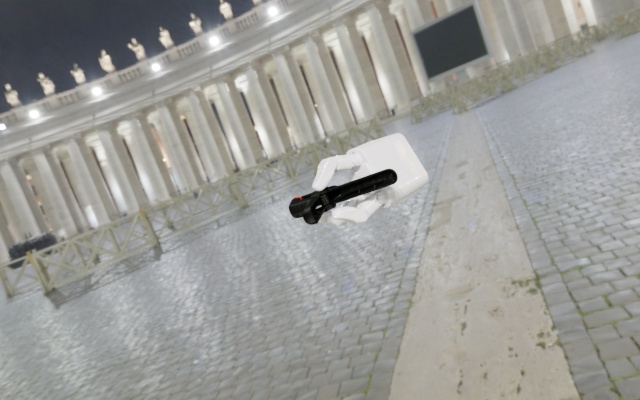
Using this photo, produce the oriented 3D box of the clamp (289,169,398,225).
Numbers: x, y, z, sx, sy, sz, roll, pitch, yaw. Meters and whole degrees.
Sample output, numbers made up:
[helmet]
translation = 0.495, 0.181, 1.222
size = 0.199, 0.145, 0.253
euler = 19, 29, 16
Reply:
[clamp]
translation = 0.000, 0.002, 0.753
size = 0.164, 0.036, 0.210
euler = -26, 8, -33
